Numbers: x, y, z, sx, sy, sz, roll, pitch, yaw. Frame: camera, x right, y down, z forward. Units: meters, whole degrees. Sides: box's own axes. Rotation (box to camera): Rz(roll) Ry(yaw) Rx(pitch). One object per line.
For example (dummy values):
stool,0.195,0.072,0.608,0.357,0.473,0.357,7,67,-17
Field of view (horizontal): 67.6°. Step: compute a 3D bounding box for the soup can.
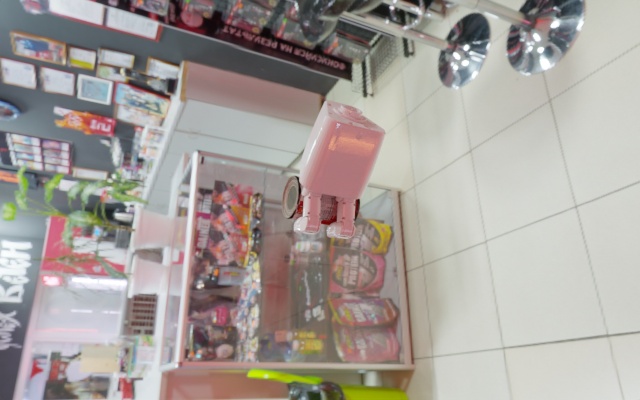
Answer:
soup can,0.000,0.003,0.728,0.102,0.068,0.068,9,-4,-24
